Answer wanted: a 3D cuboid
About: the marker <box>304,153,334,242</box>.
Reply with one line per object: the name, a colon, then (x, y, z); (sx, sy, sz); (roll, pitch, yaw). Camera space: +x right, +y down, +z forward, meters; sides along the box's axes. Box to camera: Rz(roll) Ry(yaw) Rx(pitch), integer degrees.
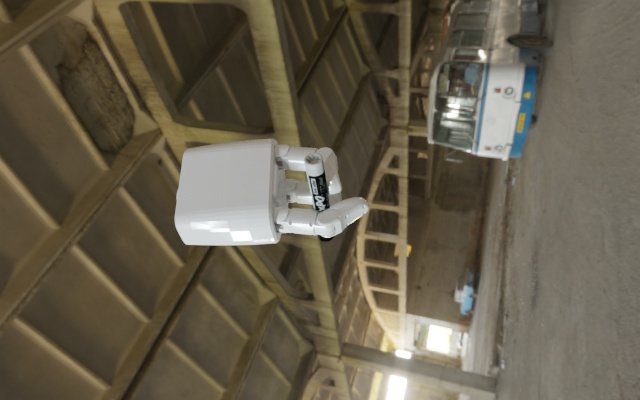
marker: (0.000, 0.002, 0.502); (0.020, 0.020, 0.121); (0, -44, 9)
